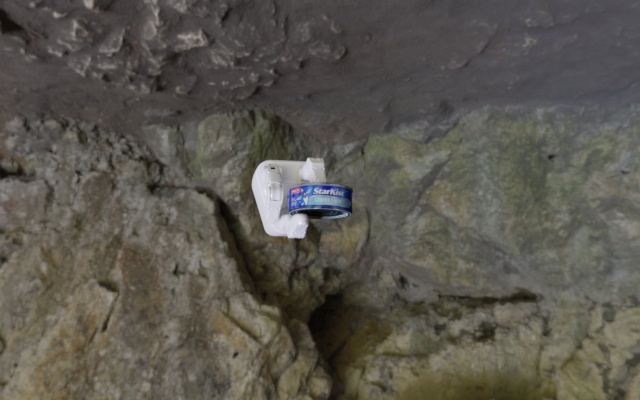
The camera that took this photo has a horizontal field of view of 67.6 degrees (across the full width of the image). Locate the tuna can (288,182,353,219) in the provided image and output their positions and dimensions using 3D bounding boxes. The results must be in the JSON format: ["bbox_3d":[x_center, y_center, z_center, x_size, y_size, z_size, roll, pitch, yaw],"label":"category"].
[{"bbox_3d":[0.000,0.003,0.631,0.086,0.033,0.086,1,-11,0],"label":"tuna can"}]
